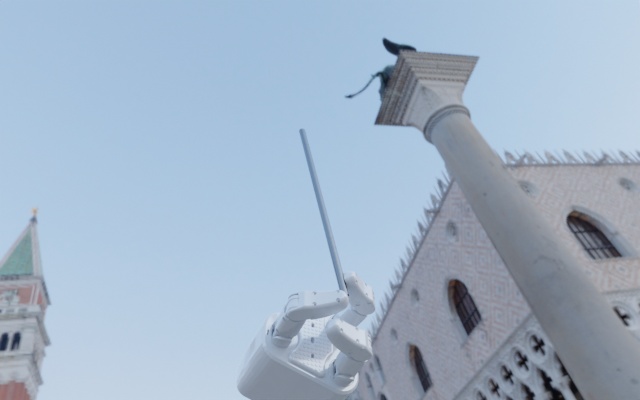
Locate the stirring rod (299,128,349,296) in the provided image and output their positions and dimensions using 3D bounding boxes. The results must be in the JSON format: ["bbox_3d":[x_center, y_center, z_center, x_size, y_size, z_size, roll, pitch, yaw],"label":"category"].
[{"bbox_3d":[0.000,0.002,0.538,0.011,0.239,0.011,-9,-39,-7],"label":"stirring rod"}]
